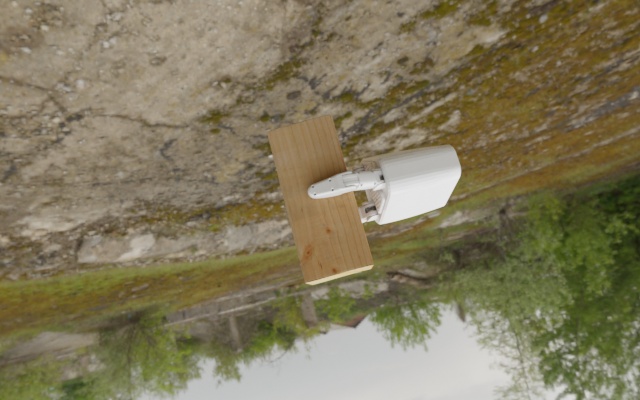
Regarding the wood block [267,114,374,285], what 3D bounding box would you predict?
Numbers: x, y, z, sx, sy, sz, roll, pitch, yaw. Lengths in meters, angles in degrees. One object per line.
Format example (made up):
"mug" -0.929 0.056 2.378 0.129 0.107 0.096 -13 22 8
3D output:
"wood block" 0.001 0.002 0.652 0.090 0.206 0.091 -15 -12 1
